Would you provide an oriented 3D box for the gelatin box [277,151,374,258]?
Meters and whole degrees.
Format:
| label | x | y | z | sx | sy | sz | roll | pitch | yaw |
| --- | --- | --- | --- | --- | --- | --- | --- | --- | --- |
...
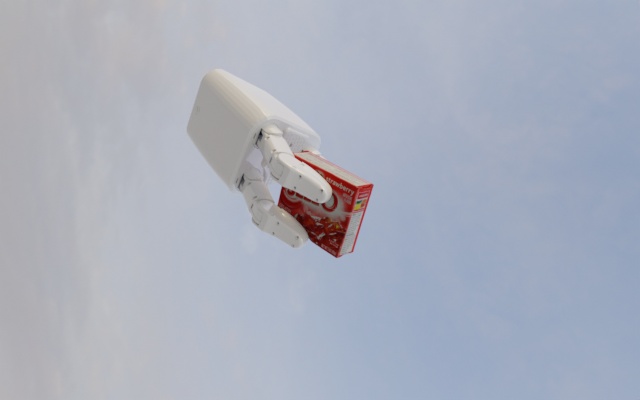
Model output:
| label | x | y | z | sx | sy | sz | roll | pitch | yaw |
| --- | --- | --- | --- | --- | --- | --- | --- | --- | --- |
| gelatin box | 0.001 | 0.002 | 0.458 | 0.089 | 0.073 | 0.030 | 30 | 26 | 32 |
